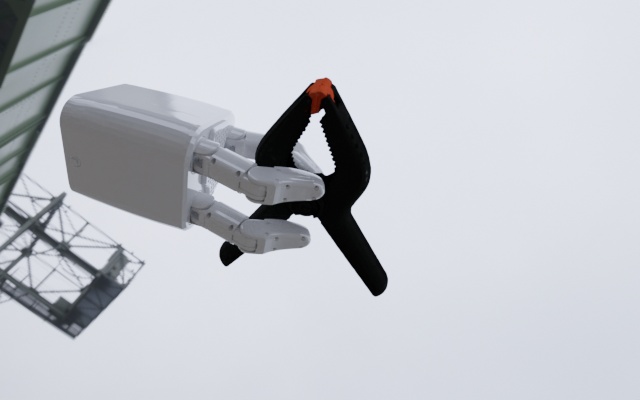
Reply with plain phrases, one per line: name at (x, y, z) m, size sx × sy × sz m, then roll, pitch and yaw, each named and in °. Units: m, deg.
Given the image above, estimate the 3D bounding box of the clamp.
clamp at (0.000, 0.000, 0.409) m, size 0.164 × 0.210 × 0.036 m, roll 15°, pitch 38°, yaw 0°
